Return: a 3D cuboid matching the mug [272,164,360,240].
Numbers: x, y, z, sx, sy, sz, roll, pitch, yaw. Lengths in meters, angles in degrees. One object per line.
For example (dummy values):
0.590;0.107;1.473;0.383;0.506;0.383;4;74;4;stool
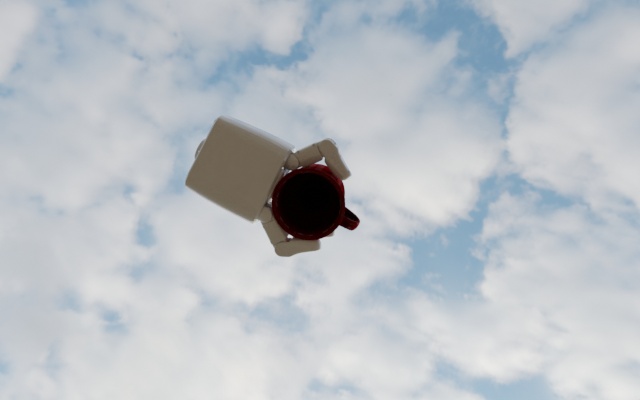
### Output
0.001;0.003;0.630;0.117;0.093;0.081;28;15;0;mug
